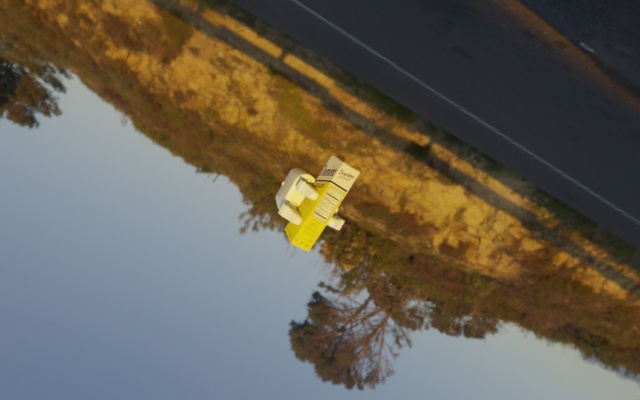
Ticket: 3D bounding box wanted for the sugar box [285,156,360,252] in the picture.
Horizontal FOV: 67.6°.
[{"bbox_3d":[0.000,0.003,0.898,0.048,0.176,0.093,28,6,-17],"label":"sugar box"}]
